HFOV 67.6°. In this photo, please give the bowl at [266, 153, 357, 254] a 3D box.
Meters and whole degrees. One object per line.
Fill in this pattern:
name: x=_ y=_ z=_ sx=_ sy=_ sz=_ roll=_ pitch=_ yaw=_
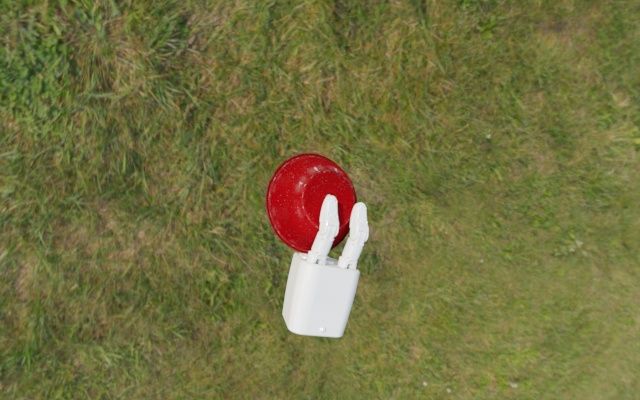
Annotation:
bowl: x=0.000 y=0.001 z=0.736 sx=0.162 sy=0.162 sz=0.055 roll=0 pitch=-5 yaw=-30
